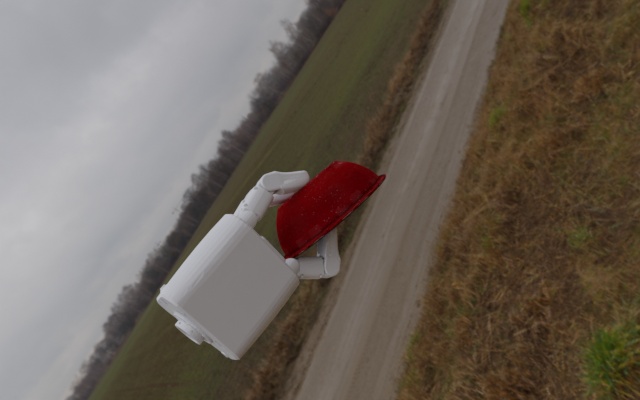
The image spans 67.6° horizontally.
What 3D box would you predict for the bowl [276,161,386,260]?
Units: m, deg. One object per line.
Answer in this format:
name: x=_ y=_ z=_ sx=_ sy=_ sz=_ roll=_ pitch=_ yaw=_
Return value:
bowl: x=0.001 y=0.001 z=0.577 sx=0.162 sy=0.055 sz=0.162 roll=-40 pitch=2 yaw=2
